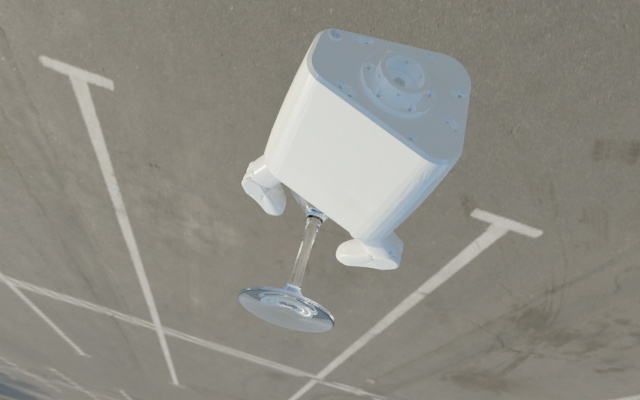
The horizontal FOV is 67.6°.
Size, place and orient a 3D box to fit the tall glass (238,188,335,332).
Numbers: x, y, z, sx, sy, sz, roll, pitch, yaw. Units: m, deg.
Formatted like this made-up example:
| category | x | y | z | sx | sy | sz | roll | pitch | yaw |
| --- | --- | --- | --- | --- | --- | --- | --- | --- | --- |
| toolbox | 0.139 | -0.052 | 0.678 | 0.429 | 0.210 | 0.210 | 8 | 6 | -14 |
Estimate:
| category | x | y | z | sx | sy | sz | roll | pitch | yaw |
| --- | --- | --- | --- | --- | --- | --- | --- | --- | --- |
| tall glass | 0.000 | 0.002 | 0.403 | 0.079 | 0.201 | 0.079 | 12 | -33 | 8 |
